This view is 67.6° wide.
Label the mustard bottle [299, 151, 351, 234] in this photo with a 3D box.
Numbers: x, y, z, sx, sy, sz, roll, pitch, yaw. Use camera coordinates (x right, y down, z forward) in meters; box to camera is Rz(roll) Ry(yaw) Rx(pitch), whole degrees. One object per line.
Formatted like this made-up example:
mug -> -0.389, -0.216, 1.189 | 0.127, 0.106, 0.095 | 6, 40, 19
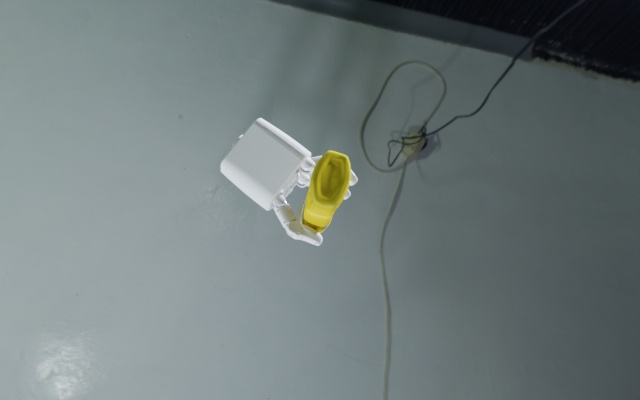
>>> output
mustard bottle -> 0.000, 0.003, 0.780 | 0.058, 0.096, 0.192 | 16, -24, -4
